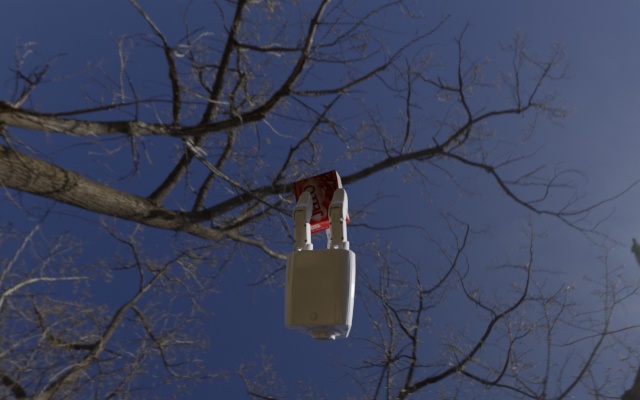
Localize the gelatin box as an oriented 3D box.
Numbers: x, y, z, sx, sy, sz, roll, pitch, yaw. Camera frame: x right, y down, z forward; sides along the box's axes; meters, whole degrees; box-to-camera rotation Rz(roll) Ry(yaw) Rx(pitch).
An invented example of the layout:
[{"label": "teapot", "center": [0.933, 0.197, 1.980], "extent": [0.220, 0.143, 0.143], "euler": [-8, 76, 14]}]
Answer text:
[{"label": "gelatin box", "center": [0.000, 0.002, 0.746], "extent": [0.073, 0.089, 0.030], "euler": [-17, -33, 9]}]
